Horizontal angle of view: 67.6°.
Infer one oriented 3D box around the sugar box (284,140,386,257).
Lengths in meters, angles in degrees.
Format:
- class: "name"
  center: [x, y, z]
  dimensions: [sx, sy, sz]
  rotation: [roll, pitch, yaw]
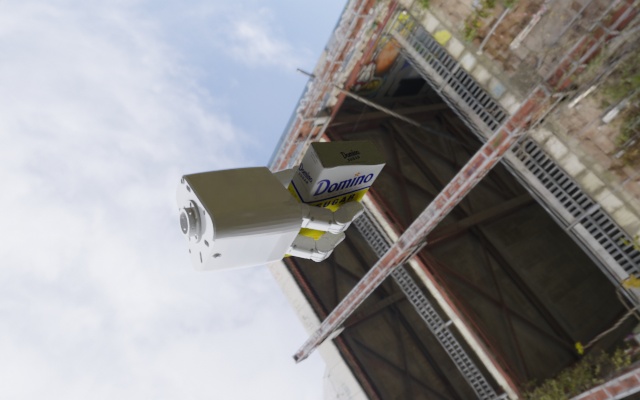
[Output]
- class: "sugar box"
  center: [0.000, 0.002, 0.602]
  dimensions: [0.093, 0.048, 0.176]
  rotation: [-7, -34, -34]
